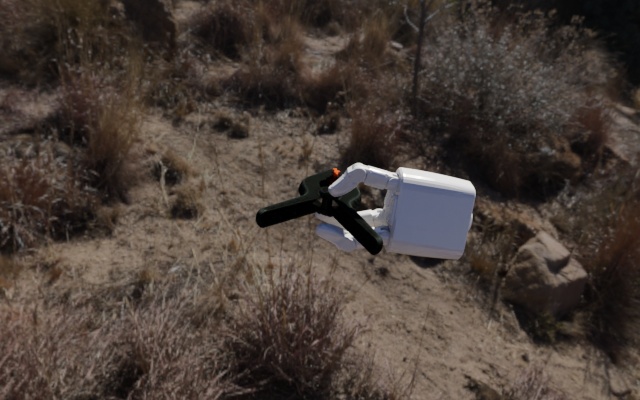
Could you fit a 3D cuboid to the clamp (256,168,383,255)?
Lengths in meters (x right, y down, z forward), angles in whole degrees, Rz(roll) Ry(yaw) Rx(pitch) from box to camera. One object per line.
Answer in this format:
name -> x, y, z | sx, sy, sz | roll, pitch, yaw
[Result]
clamp -> 0.001, 0.001, 0.680 | 0.164, 0.036, 0.210 | 12, 26, -4
